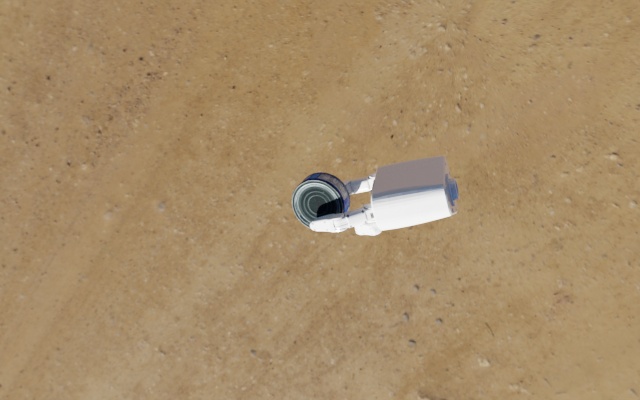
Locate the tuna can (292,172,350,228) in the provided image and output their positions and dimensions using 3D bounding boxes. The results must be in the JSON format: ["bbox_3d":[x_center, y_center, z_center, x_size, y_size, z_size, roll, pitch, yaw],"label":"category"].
[{"bbox_3d":[0.000,0.003,0.731,0.086,0.086,0.033,0,22,21],"label":"tuna can"}]
